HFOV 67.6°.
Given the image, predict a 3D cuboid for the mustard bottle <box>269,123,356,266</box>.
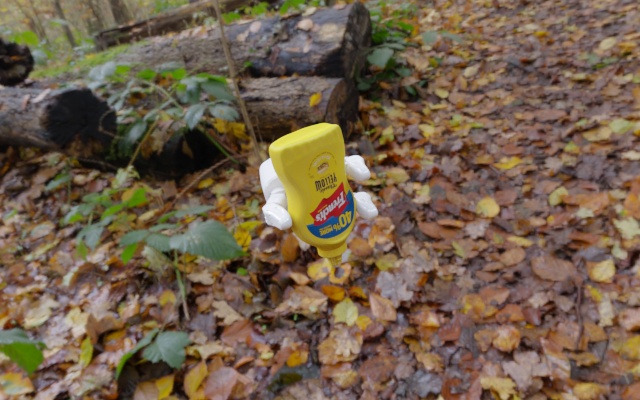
[{"bbox_3d":[0.000,0.002,0.632,0.096,0.192,0.058,-27,27,-29],"label":"mustard bottle"}]
